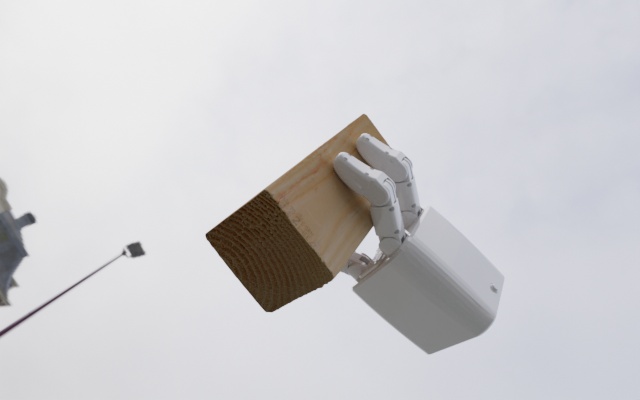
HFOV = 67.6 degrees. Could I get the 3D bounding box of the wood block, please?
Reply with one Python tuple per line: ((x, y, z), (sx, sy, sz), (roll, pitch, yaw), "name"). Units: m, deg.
((0.000, 0.002, 0.465), (0.091, 0.090, 0.206), (-34, 6, 36), "wood block")
